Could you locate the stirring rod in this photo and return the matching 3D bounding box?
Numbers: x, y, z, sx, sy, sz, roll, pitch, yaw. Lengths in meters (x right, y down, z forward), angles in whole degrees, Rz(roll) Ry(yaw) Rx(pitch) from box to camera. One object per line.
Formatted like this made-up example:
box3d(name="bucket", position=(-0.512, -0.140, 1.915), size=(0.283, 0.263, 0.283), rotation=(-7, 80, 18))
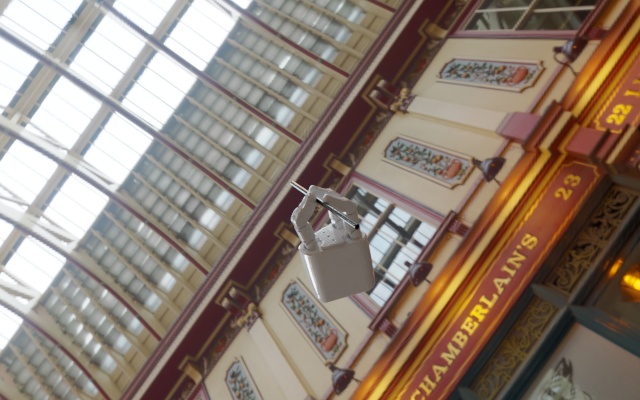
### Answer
box3d(name="stirring rod", position=(0.000, 0.003, 0.772), size=(0.011, 0.011, 0.239), rotation=(0, 17, -27))
